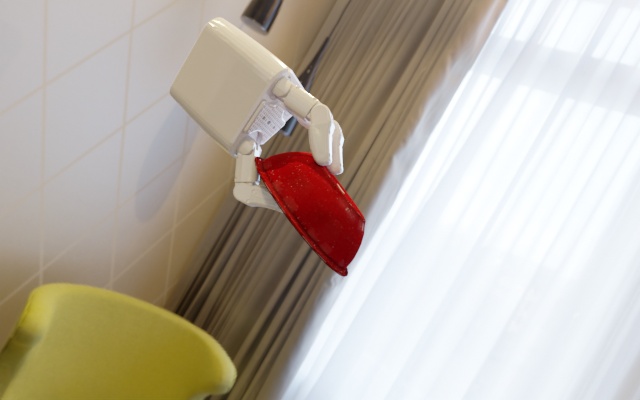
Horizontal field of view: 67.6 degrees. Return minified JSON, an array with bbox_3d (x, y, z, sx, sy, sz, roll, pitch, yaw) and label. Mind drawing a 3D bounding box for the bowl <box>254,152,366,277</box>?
[{"bbox_3d":[0.001,0.002,0.517,0.055,0.162,0.162,-37,-4,5],"label":"bowl"}]
